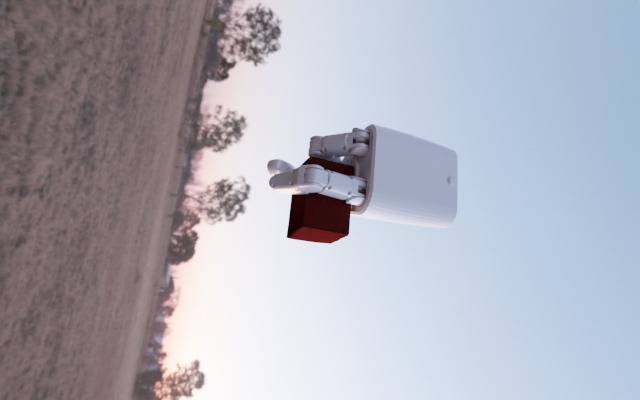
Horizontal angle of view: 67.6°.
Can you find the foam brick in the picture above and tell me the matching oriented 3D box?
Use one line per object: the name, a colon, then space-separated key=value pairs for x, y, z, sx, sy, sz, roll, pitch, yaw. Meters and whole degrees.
foam brick: x=0.000 y=0.002 z=0.501 sx=0.051 sy=0.078 sz=0.053 roll=12 pitch=-20 yaw=-19
